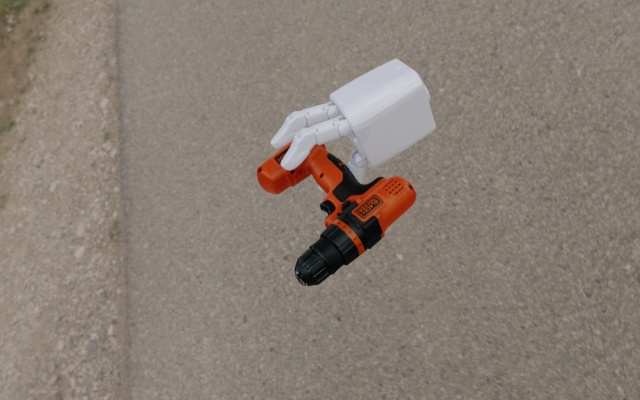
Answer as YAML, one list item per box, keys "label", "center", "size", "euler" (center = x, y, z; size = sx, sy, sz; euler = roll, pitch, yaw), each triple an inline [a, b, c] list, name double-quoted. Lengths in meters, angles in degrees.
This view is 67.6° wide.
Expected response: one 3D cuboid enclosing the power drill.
- label: "power drill"
  center: [0.000, 0.002, 0.620]
  size: [0.184, 0.057, 0.187]
  euler: [-38, 56, -17]
